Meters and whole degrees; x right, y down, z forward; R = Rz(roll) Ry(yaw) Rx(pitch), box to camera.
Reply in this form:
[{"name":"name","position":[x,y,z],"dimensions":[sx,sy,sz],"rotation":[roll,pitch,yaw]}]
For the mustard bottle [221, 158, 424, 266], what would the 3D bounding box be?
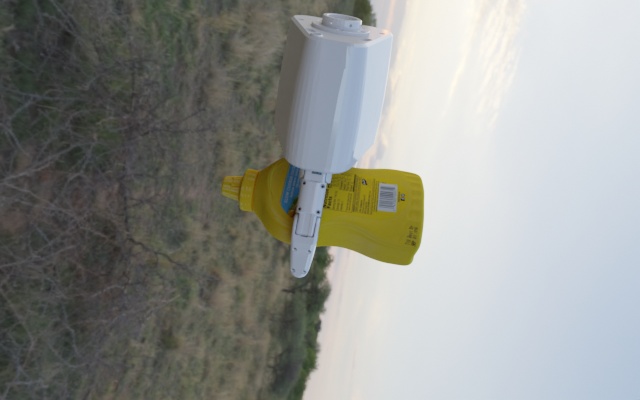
[{"name":"mustard bottle","position":[0.000,0.002,0.461],"dimensions":[0.191,0.096,0.058],"rotation":[10,-37,0]}]
